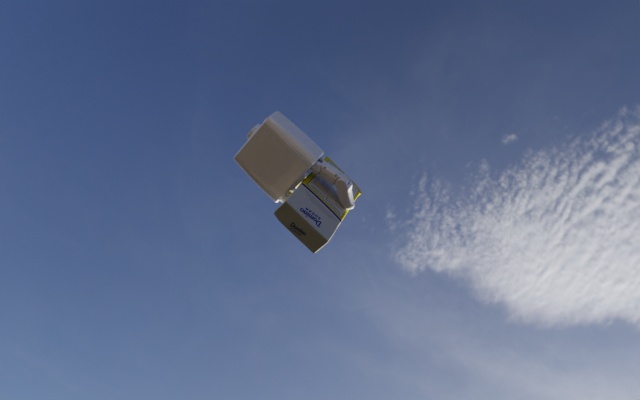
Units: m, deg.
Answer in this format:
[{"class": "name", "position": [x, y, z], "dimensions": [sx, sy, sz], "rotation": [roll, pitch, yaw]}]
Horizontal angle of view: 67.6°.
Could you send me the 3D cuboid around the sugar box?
[{"class": "sugar box", "position": [0.000, 0.003, 0.803], "dimensions": [0.048, 0.093, 0.176], "rotation": [-43, 5, 38]}]
